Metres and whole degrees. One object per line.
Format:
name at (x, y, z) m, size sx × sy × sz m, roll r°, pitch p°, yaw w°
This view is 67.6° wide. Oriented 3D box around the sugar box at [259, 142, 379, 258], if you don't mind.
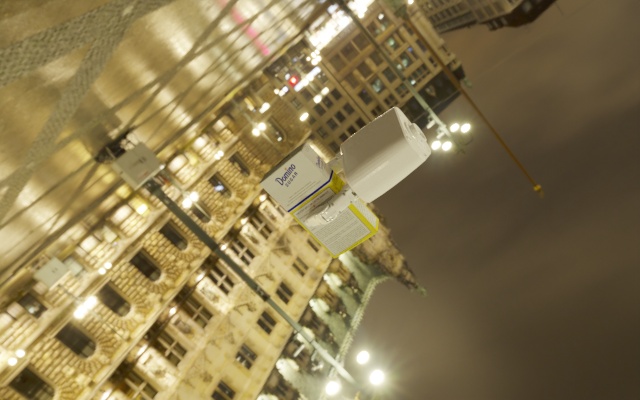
sugar box at (0.000, 0.002, 0.744) m, size 0.093 × 0.176 × 0.048 m, roll -35°, pitch 16°, yaw 25°
